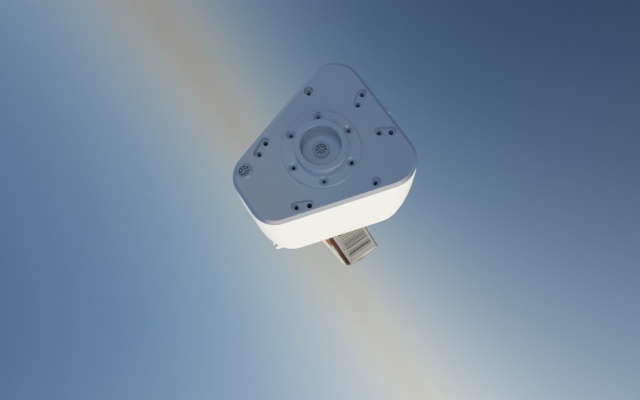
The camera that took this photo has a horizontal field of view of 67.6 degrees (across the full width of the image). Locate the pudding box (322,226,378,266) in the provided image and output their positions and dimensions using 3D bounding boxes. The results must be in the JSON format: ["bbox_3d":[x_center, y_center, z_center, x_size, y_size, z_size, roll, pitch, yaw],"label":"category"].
[{"bbox_3d":[0.000,0.002,0.472,0.039,0.113,0.090,-34,18,-6],"label":"pudding box"}]
